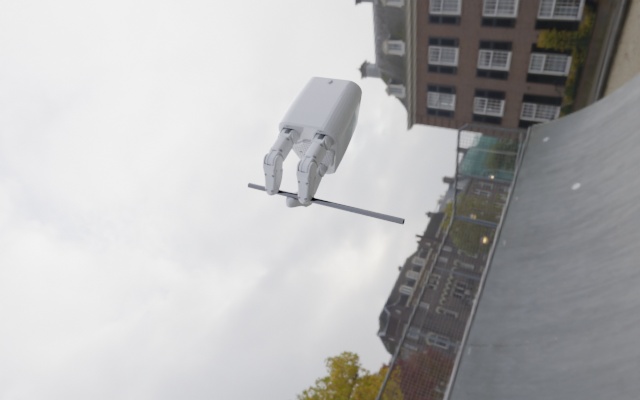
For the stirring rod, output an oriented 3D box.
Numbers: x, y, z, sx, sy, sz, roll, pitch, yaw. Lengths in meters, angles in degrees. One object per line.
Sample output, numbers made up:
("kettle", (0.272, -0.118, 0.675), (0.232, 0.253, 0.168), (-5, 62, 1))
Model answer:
("stirring rod", (0.000, 0.002, 0.660), (0.239, 0.011, 0.011), (13, 6, 25))
